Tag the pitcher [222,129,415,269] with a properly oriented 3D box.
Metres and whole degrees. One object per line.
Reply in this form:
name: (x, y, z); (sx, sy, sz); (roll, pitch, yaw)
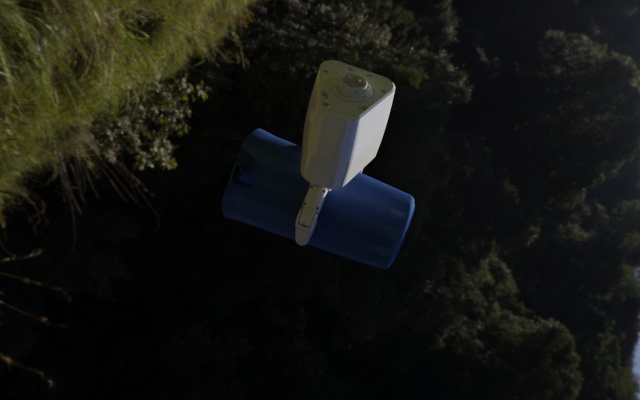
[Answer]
pitcher: (0.000, 0.002, 0.667); (0.243, 0.145, 0.149); (21, 47, 7)
